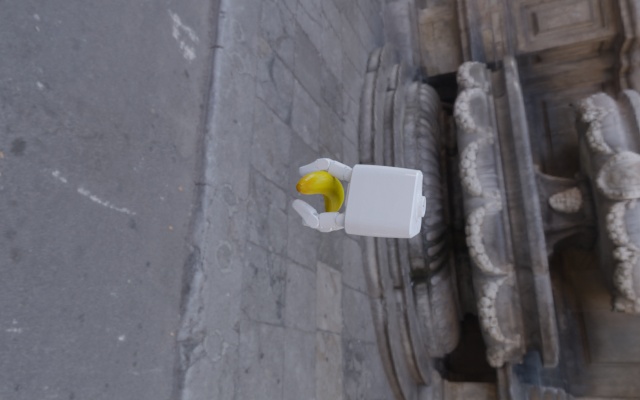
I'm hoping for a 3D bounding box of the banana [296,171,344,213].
[{"bbox_3d":[0.008,-0.013,0.815,0.037,0.069,0.198,17,-14,20],"label":"banana"}]
